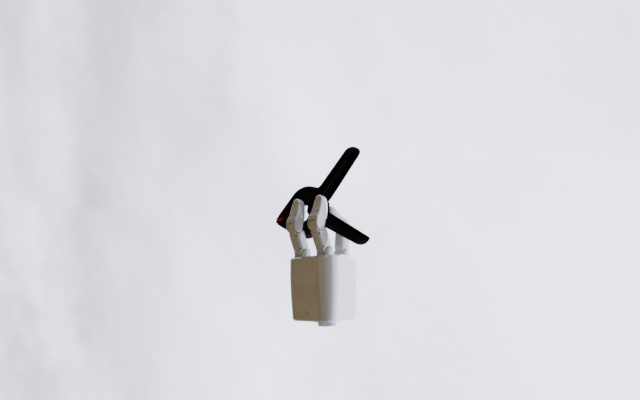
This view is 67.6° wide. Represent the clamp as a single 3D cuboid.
[{"bbox_3d":[0.000,0.003,0.831,0.036,0.164,0.210,13,-18,-43],"label":"clamp"}]
